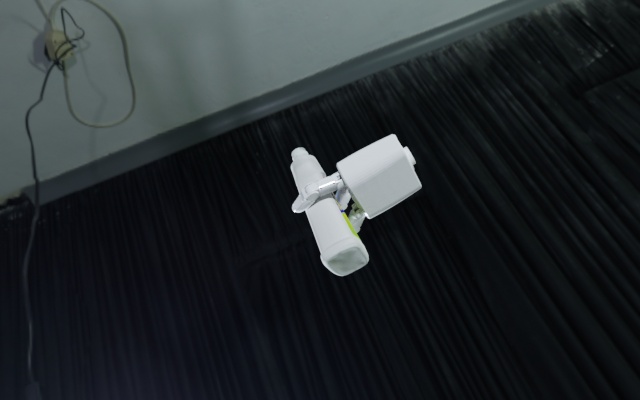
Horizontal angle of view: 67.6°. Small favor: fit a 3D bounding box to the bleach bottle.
[{"bbox_3d":[0.000,0.003,0.829,0.068,0.250,0.103,-29,-32,6],"label":"bleach bottle"}]
